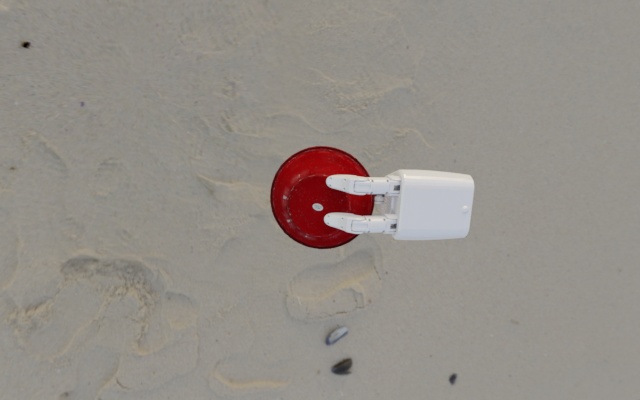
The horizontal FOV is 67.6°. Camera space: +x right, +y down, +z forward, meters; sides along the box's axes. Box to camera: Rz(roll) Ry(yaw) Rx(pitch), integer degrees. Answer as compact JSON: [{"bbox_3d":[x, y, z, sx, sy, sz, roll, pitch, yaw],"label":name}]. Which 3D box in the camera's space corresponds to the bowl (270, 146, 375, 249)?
[{"bbox_3d":[-0.001,0.003,0.707,0.162,0.162,0.055,0,12,5],"label":"bowl"}]
